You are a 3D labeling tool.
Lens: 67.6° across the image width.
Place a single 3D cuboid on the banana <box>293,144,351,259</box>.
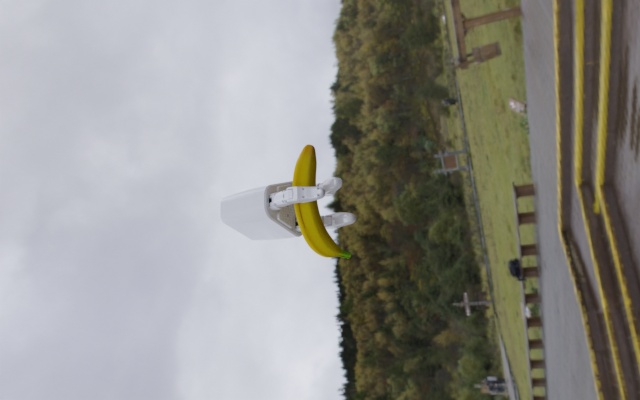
[{"bbox_3d":[-0.011,0.011,0.764,0.037,0.198,0.069,-13,7,46],"label":"banana"}]
